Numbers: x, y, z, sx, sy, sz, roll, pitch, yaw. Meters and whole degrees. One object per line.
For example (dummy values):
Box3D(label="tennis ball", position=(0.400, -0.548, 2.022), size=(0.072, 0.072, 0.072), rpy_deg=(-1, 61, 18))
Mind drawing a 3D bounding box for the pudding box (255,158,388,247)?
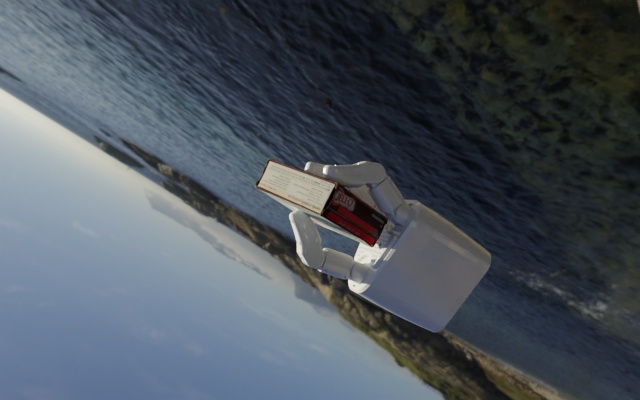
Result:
Box3D(label="pudding box", position=(0.000, 0.002, 0.490), size=(0.113, 0.039, 0.090), rpy_deg=(20, -11, 45))
